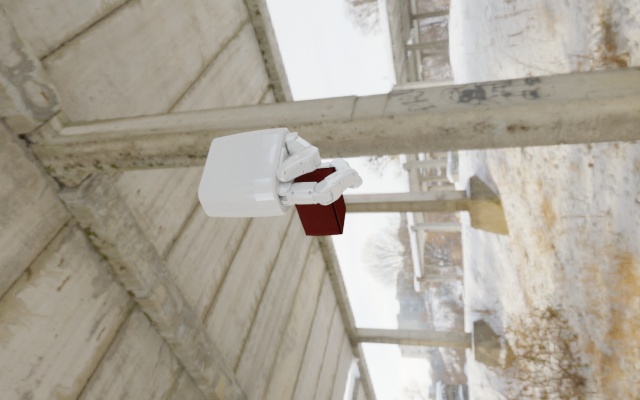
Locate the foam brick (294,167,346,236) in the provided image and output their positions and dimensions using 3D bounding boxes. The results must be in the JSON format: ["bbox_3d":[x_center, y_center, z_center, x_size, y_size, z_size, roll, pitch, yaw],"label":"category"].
[{"bbox_3d":[0.000,0.002,0.631,0.051,0.078,0.053,-5,39,15],"label":"foam brick"}]
